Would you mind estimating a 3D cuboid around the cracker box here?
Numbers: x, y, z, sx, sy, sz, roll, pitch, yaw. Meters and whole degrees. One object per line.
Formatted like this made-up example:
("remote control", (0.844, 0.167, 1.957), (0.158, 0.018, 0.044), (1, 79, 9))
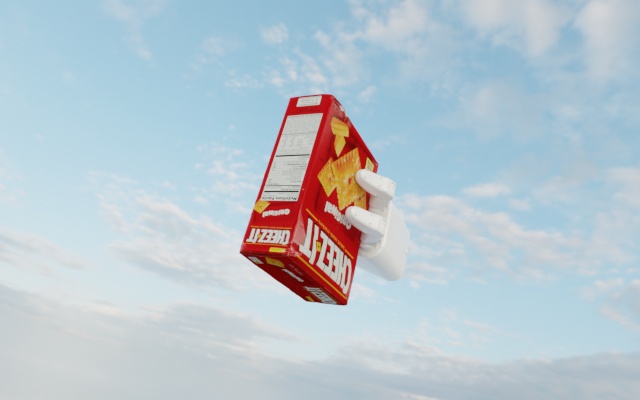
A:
("cracker box", (0.000, 0.002, 0.596), (0.072, 0.213, 0.164), (0, -29, 29))
